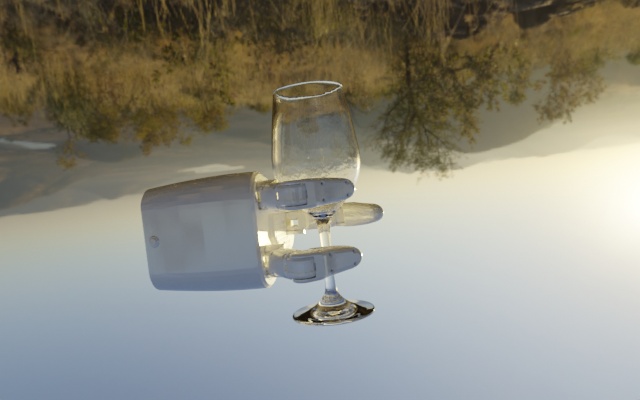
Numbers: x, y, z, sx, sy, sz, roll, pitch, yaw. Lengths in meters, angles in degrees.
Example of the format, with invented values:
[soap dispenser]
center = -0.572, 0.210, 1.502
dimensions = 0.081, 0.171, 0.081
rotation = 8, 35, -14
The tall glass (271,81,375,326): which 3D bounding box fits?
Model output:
[tall glass]
center = 0.000, 0.002, 0.422
dimensions = 0.079, 0.201, 0.079
rotation = -6, 2, 0
